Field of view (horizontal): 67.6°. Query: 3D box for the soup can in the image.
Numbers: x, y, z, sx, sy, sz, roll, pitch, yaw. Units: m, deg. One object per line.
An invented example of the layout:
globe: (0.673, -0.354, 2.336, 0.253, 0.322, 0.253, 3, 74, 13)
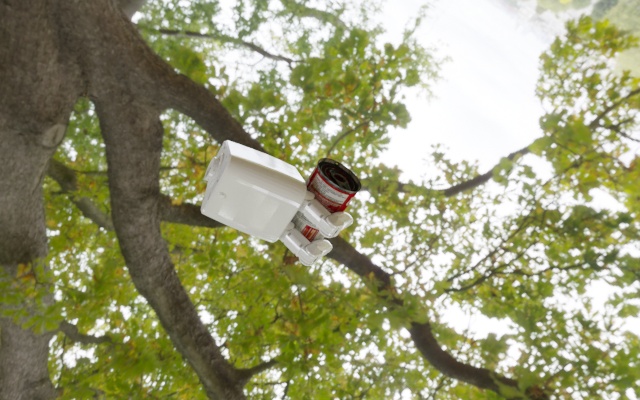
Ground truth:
soup can: (0.000, 0.002, 0.654, 0.068, 0.102, 0.068, 26, 29, -16)
